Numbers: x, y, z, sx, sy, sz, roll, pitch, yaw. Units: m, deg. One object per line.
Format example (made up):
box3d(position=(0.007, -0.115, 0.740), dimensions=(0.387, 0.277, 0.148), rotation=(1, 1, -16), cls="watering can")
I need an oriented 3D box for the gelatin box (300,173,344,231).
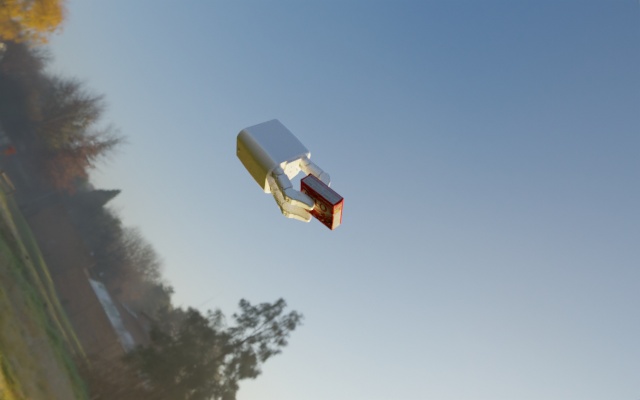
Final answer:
box3d(position=(0.001, 0.003, 0.884), dimensions=(0.089, 0.073, 0.030), rotation=(37, 57, 26), cls="gelatin box")
